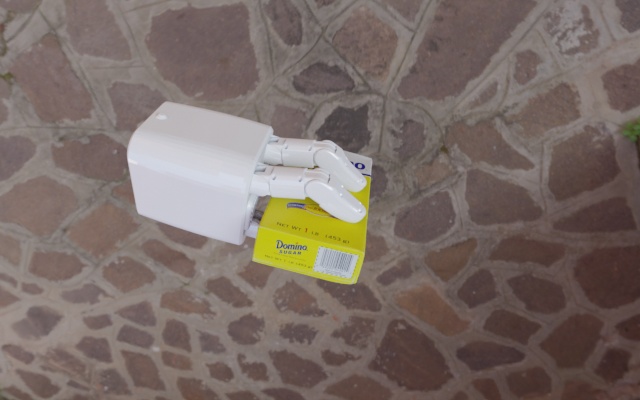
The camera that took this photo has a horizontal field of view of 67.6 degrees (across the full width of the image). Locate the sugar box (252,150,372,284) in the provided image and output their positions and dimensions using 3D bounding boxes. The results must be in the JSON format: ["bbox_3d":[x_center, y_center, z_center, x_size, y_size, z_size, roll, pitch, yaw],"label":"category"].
[{"bbox_3d":[0.000,0.001,0.471,0.093,0.048,0.176,15,35,-2],"label":"sugar box"}]
